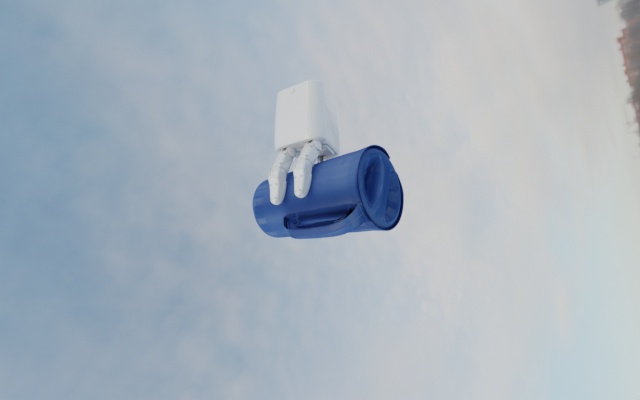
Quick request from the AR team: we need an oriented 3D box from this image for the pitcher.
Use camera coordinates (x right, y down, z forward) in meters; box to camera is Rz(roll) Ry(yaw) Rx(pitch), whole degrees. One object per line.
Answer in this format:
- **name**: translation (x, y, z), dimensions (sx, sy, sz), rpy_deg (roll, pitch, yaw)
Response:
- **pitcher**: translation (0.000, 0.002, 0.787), dimensions (0.243, 0.145, 0.149), rpy_deg (-11, -17, 37)
